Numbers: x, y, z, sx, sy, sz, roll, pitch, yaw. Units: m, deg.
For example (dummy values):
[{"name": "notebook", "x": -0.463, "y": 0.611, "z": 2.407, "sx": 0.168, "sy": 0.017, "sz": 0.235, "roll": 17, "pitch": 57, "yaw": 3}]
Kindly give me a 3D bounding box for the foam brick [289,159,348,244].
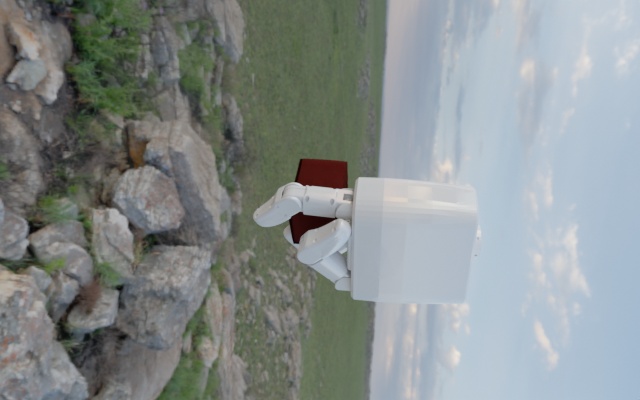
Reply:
[{"name": "foam brick", "x": 0.000, "y": 0.001, "z": 0.490, "sx": 0.051, "sy": 0.053, "sz": 0.078, "roll": 2, "pitch": 45, "yaw": 8}]
